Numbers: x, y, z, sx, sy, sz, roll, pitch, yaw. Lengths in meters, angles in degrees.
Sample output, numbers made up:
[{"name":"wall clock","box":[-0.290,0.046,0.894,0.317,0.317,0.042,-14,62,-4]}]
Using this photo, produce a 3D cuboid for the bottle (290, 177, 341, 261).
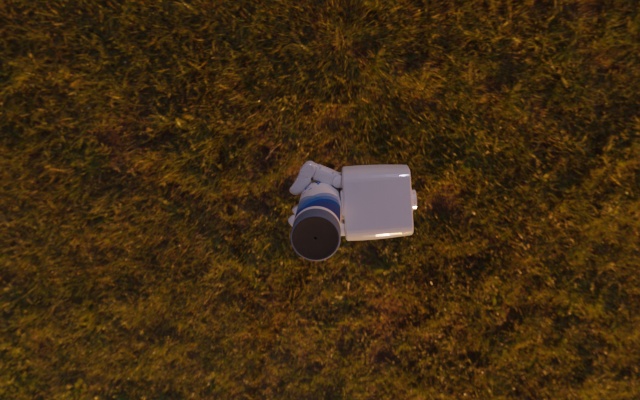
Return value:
[{"name":"bottle","box":[0.000,0.003,0.764,0.069,0.069,0.295,0,19,3]}]
